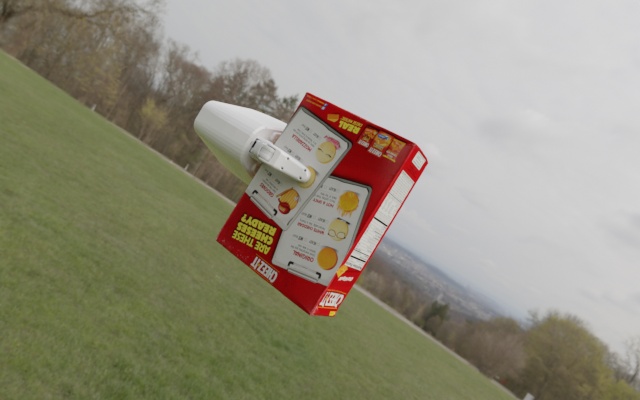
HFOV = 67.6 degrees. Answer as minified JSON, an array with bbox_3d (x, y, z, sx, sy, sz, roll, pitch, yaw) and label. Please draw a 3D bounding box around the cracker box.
[{"bbox_3d":[0.000,0.002,0.563,0.164,0.213,0.072,32,1,31],"label":"cracker box"}]
